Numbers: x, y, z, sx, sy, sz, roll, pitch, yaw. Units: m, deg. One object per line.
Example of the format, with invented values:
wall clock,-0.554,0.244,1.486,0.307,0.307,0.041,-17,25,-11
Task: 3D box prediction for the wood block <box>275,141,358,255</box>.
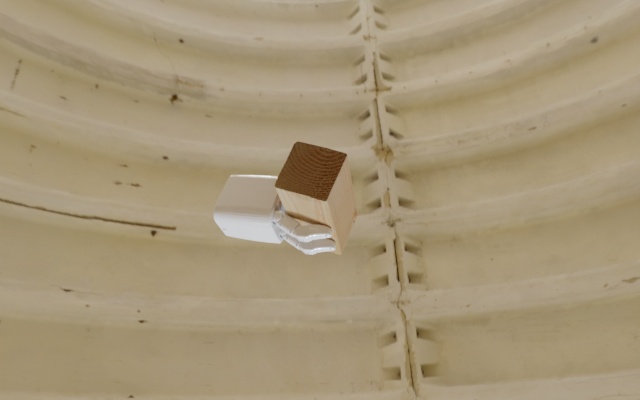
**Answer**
wood block,0.000,0.002,0.811,0.090,0.090,0.206,16,-24,17
